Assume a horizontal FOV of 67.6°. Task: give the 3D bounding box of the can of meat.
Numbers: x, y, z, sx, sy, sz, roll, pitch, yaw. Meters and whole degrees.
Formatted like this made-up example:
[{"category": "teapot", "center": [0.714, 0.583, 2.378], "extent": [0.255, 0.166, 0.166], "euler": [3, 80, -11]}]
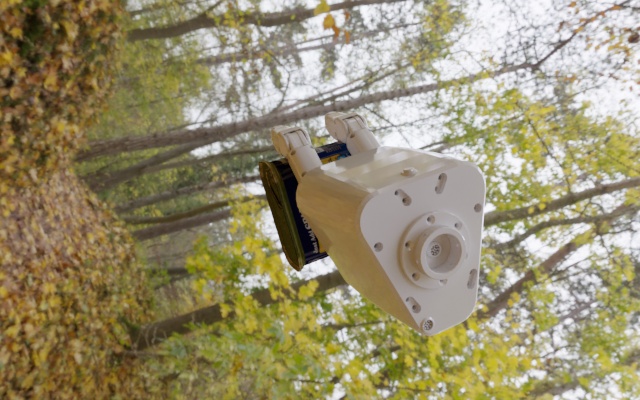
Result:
[{"category": "can of meat", "center": [0.000, 0.001, 0.435], "extent": [0.084, 0.102, 0.057], "euler": [-19, 12, -16]}]
